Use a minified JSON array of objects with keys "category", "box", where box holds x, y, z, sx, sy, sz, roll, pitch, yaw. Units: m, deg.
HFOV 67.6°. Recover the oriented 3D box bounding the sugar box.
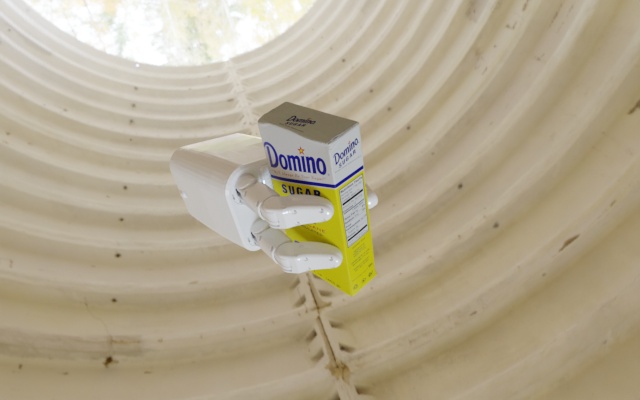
[{"category":"sugar box","box":[0.000,0.002,0.454,0.093,0.176,0.048,24,50,39]}]
